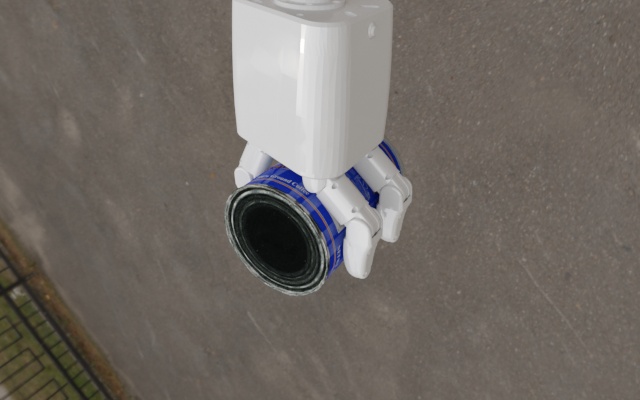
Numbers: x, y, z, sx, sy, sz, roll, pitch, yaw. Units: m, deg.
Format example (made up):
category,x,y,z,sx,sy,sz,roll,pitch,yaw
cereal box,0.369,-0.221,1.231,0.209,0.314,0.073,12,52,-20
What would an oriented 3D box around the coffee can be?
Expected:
category,x,y,z,sx,sy,sz,roll,pitch,yaw
coffee can,0.000,0.001,0.425,0.103,0.103,0.140,0,28,37
